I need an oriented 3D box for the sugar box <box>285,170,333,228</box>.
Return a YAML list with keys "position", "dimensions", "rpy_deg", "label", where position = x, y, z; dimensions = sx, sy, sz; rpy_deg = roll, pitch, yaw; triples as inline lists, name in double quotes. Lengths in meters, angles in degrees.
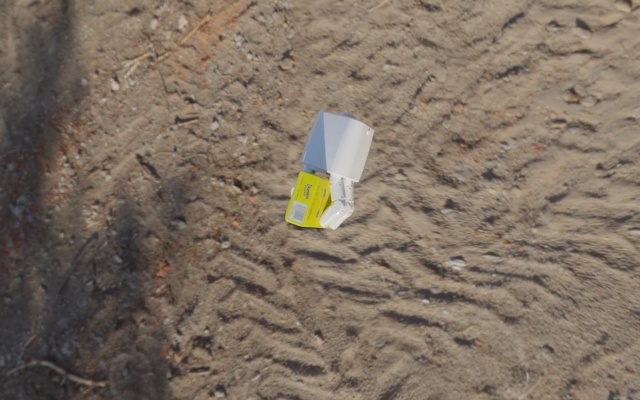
- position: [0.001, 0.003, 0.898]
  dimensions: [0.048, 0.093, 0.176]
  rpy_deg: [21, 4, 24]
  label: "sugar box"
